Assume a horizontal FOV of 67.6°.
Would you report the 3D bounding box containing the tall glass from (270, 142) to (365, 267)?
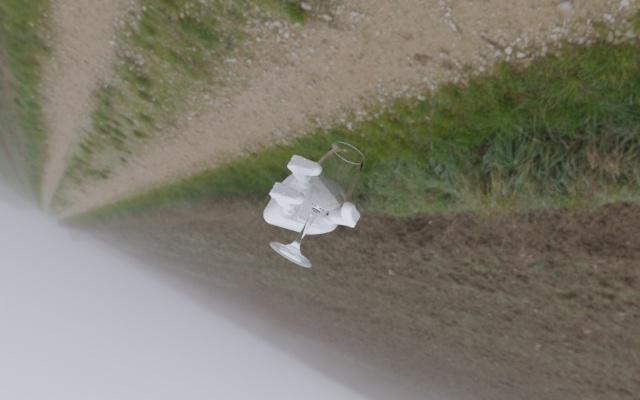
[{"bbox_3d":[0.000,0.003,0.769,0.079,0.201,0.079,27,-19,10],"label":"tall glass"}]
